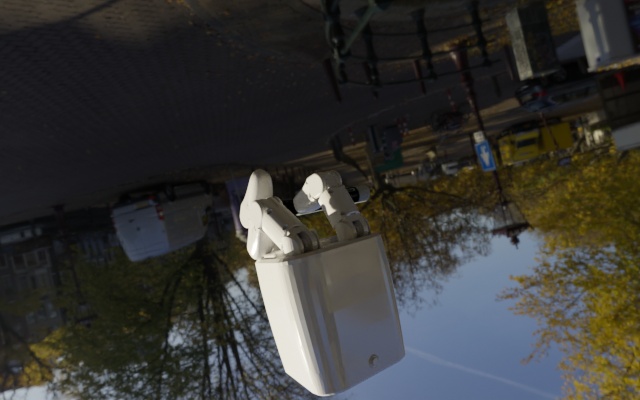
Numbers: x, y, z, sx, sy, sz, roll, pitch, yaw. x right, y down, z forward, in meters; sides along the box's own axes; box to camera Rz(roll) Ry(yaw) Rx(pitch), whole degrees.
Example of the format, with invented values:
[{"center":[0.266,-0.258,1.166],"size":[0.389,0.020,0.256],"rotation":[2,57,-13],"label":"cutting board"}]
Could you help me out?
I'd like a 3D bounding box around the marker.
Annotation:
[{"center":[0.000,0.002,0.479],"size":[0.121,0.020,0.020],"rotation":[-12,7,-37],"label":"marker"}]
